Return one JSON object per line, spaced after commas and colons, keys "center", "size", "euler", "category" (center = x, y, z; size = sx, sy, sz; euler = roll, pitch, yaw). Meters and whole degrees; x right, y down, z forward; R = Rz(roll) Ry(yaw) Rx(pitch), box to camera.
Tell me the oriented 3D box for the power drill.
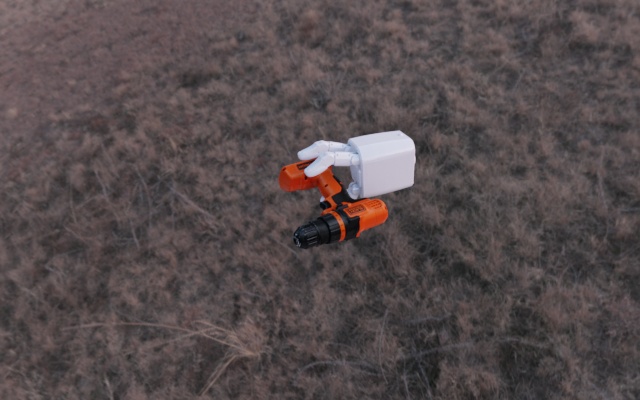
{"center": [0.000, 0.002, 0.861], "size": [0.184, 0.057, 0.187], "euler": [-16, 46, -29], "category": "power drill"}
